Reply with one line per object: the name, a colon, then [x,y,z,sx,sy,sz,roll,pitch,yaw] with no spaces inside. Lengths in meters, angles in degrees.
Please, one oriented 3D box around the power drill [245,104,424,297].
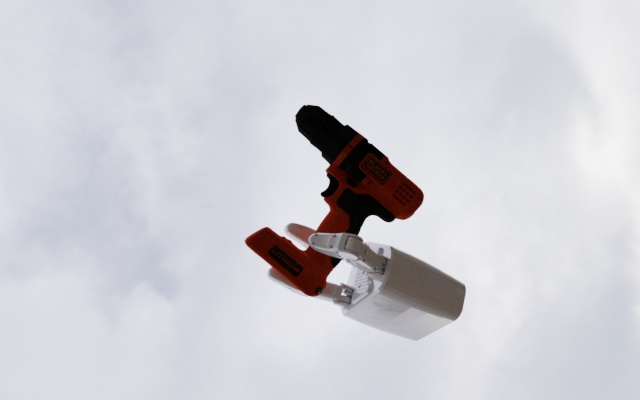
power drill: [0.000,0.002,0.558,0.184,0.187,0.057,40,-6,6]
